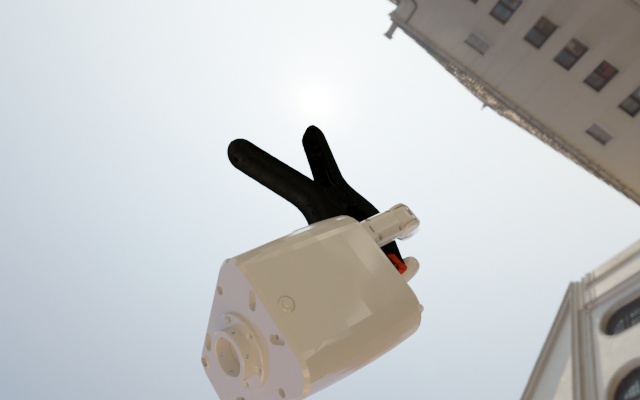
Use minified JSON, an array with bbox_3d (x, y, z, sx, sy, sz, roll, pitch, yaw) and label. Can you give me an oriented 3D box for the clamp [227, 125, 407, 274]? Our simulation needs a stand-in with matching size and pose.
[{"bbox_3d":[0.000,0.002,0.401,0.120,0.171,0.039,-15,-30,-44],"label":"clamp"}]
